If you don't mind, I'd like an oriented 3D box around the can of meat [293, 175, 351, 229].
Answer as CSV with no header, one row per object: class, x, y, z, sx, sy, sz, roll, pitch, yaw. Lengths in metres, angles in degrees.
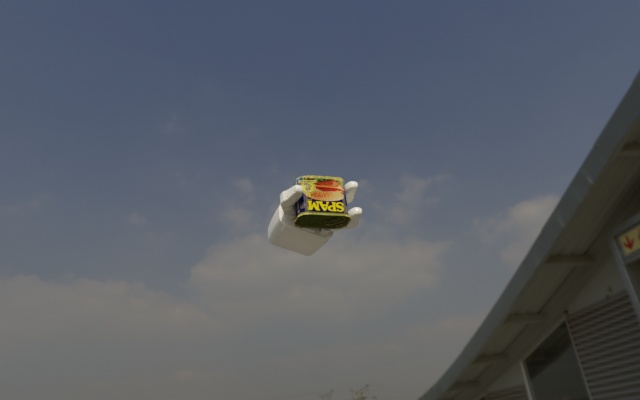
can of meat,0.000,0.003,0.888,0.102,0.084,0.057,3,-29,-17
